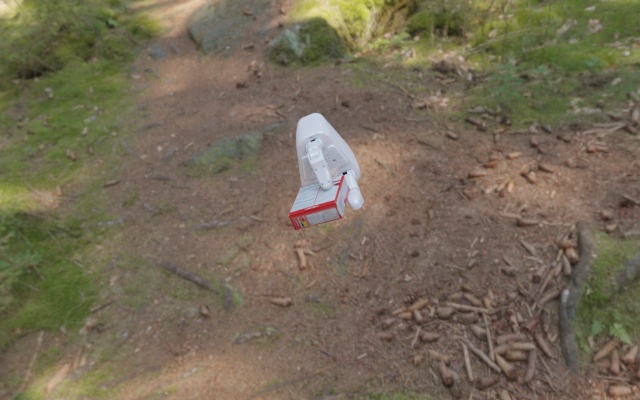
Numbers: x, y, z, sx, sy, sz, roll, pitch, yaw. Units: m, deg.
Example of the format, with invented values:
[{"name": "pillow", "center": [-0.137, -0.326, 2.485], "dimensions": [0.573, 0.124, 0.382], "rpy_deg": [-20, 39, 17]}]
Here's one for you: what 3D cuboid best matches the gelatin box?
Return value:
[{"name": "gelatin box", "center": [0.000, 0.002, 0.690], "dimensions": [0.073, 0.030, 0.089], "rpy_deg": [-15, 25, 19]}]
